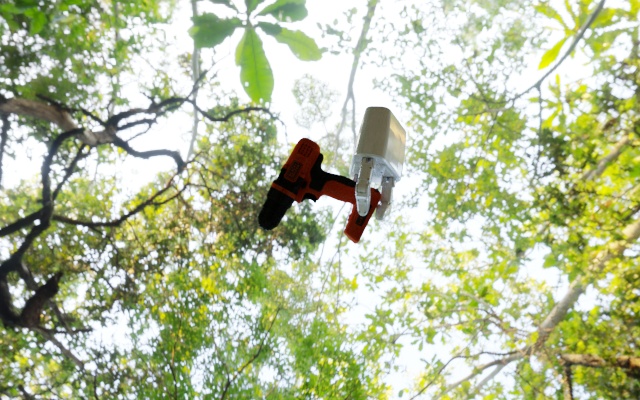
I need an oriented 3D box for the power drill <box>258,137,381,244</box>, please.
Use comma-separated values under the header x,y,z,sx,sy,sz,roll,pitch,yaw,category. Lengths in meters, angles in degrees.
x,y,z,sx,sy,sz,roll,pitch,yaw,category
0.001,0.003,0.862,0.187,0.184,0.057,28,-2,0,power drill
